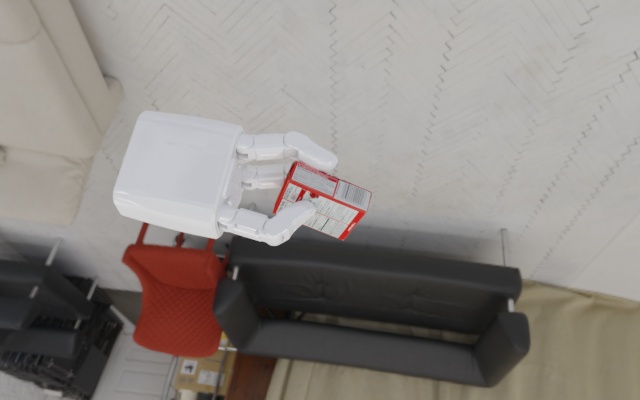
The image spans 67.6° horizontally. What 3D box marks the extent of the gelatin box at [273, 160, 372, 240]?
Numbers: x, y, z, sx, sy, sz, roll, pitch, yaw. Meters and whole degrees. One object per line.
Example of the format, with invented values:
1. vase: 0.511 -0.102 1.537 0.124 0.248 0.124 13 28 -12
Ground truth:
1. gelatin box: 0.000 0.002 0.510 0.089 0.030 0.073 22 -33 -6
